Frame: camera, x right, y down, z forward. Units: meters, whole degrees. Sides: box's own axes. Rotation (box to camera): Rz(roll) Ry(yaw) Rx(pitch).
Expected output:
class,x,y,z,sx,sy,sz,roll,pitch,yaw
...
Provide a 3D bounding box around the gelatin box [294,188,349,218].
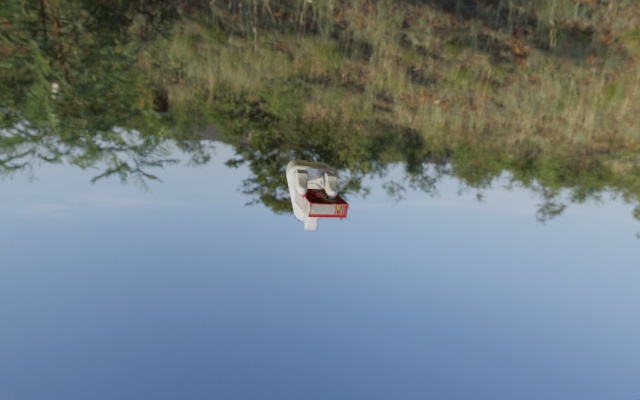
class,x,y,z,sx,sy,sz,roll,pitch,yaw
gelatin box,0.000,0.003,0.862,0.073,0.030,0.089,2,18,-21
